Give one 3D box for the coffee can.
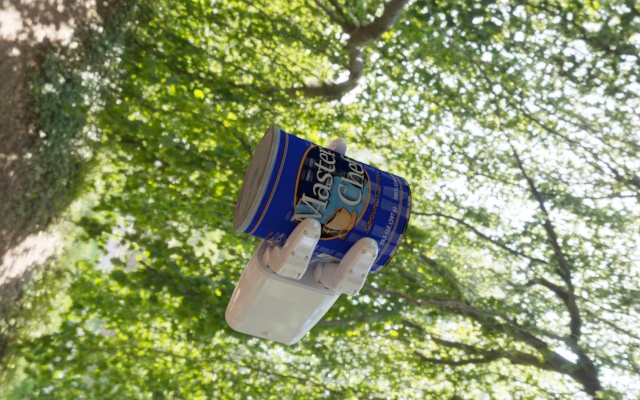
[{"bbox_3d":[0.000,0.001,0.457,0.140,0.103,0.103,20,-6,-17],"label":"coffee can"}]
